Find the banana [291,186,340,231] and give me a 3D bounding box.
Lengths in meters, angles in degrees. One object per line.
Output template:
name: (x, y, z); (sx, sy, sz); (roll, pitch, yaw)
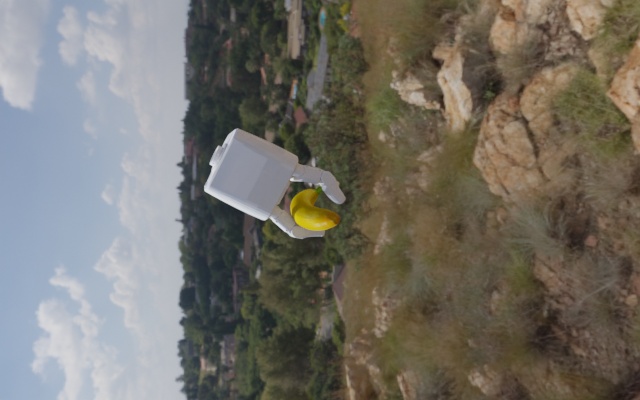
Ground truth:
banana: (-0.015, 0.013, 0.768); (0.069, 0.037, 0.197); (-36, 18, 5)
